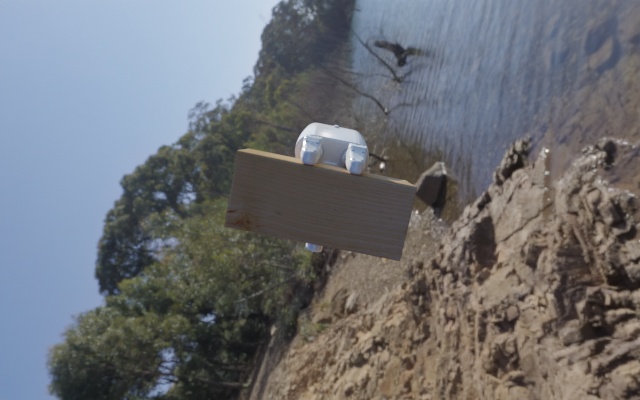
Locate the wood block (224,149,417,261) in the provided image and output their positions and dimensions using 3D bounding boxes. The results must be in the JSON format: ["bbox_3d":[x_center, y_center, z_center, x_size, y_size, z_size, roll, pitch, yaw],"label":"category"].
[{"bbox_3d":[0.000,0.002,0.581,0.206,0.091,0.090,11,8,-1],"label":"wood block"}]
